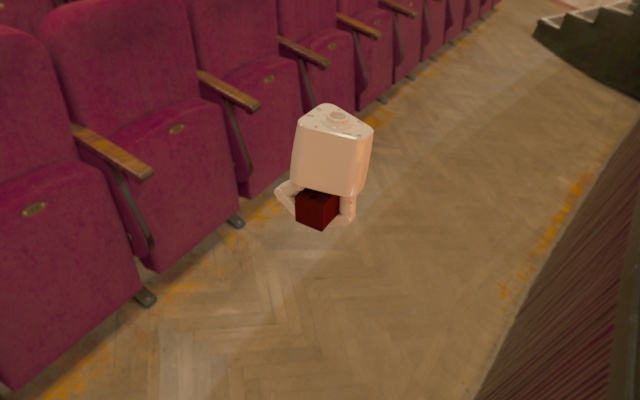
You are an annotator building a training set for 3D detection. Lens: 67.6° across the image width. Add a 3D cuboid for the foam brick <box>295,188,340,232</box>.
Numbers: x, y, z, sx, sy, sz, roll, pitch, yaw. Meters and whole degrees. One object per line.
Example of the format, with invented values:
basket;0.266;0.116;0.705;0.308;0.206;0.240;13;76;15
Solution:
foam brick;0.000;0.003;0.770;0.053;0.051;0.078;19;39;24
